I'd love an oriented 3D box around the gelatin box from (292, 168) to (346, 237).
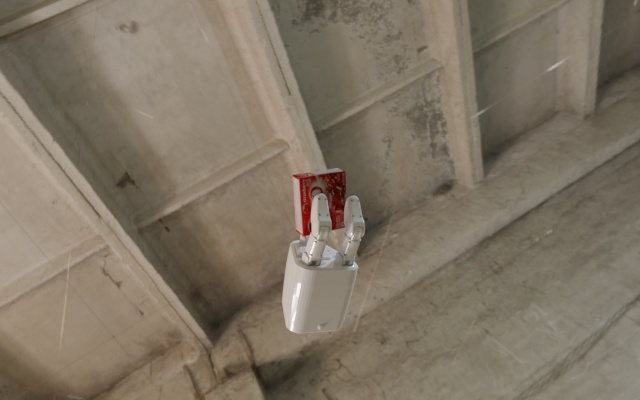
[{"bbox_3d":[0.000,0.002,0.689,0.073,0.089,0.030,-10,18,-23],"label":"gelatin box"}]
